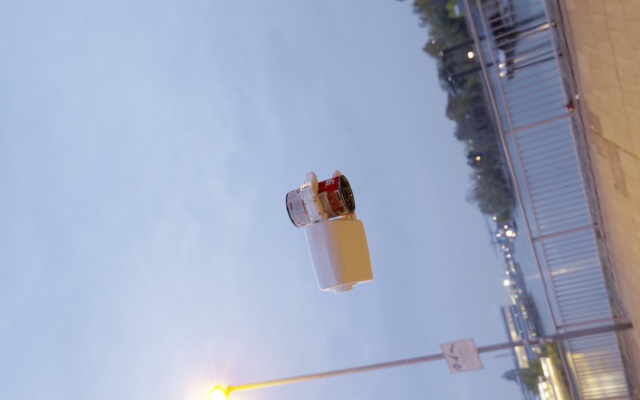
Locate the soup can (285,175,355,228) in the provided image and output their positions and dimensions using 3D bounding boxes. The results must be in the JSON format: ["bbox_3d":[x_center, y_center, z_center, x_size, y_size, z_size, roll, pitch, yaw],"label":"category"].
[{"bbox_3d":[0.000,0.002,0.815,0.102,0.068,0.068,-17,-6,19],"label":"soup can"}]
